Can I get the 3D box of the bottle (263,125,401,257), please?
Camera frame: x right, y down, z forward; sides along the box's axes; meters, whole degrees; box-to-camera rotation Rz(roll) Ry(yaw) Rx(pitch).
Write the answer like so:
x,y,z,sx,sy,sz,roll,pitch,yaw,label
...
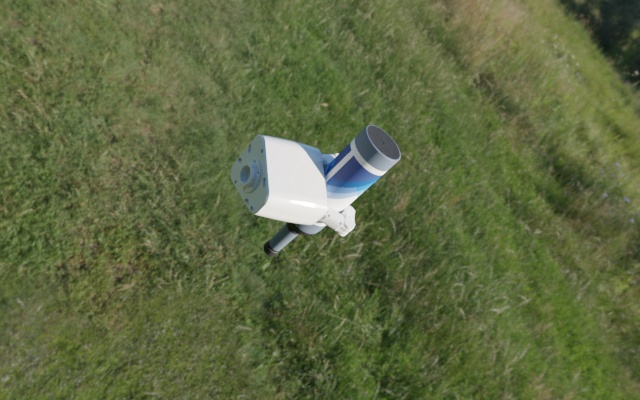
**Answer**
x,y,z,sx,sy,sz,roll,pitch,yaw,label
0.000,0.002,0.754,0.069,0.069,0.296,0,-35,-48,bottle
